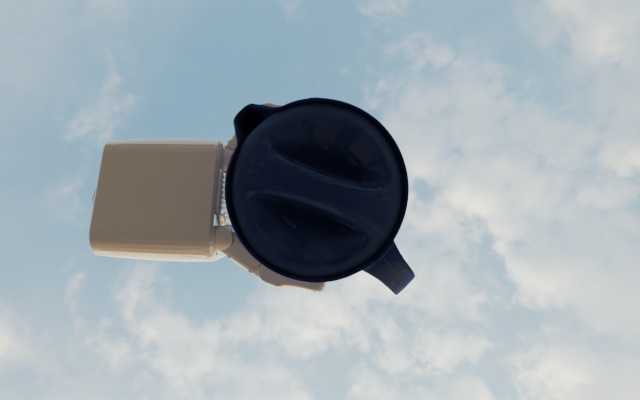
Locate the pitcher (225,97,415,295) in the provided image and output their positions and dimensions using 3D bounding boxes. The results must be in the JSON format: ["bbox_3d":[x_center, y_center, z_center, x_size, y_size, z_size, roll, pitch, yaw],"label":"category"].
[{"bbox_3d":[0.000,0.001,0.456,0.145,0.149,0.243,0,0,-2],"label":"pitcher"}]
